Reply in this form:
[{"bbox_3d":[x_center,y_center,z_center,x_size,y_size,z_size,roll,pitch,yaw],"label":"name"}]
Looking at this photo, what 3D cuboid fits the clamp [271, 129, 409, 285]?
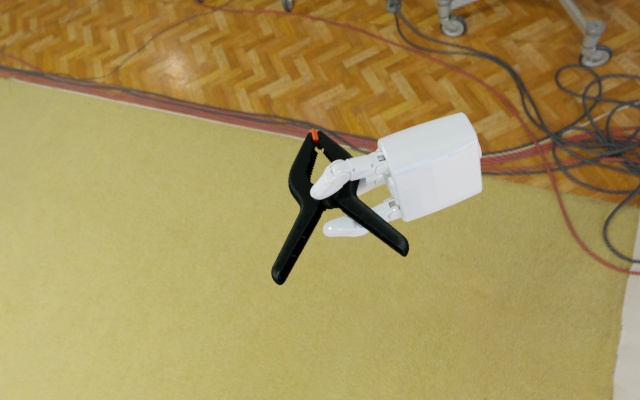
[{"bbox_3d":[0.000,0.001,0.601,0.164,0.209,0.036,-19,-31,2],"label":"clamp"}]
